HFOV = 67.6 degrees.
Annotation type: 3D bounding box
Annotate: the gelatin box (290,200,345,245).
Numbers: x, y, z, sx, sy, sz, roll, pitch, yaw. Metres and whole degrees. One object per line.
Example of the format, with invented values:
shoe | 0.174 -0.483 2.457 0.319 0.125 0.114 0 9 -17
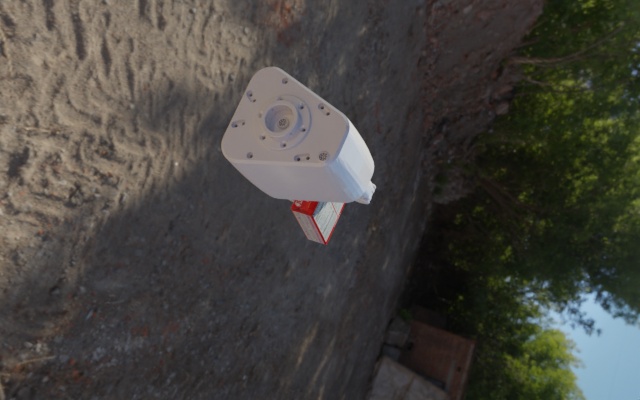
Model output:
gelatin box | 0.001 0.002 0.575 0.030 0.073 0.089 16 -23 22
